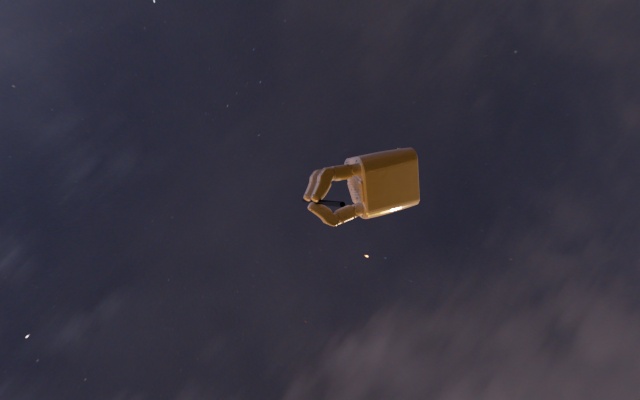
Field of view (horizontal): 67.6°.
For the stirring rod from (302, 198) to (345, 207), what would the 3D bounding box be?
[{"bbox_3d":[0.000,0.003,0.788,0.011,0.011,0.239,0,1,-15],"label":"stirring rod"}]
